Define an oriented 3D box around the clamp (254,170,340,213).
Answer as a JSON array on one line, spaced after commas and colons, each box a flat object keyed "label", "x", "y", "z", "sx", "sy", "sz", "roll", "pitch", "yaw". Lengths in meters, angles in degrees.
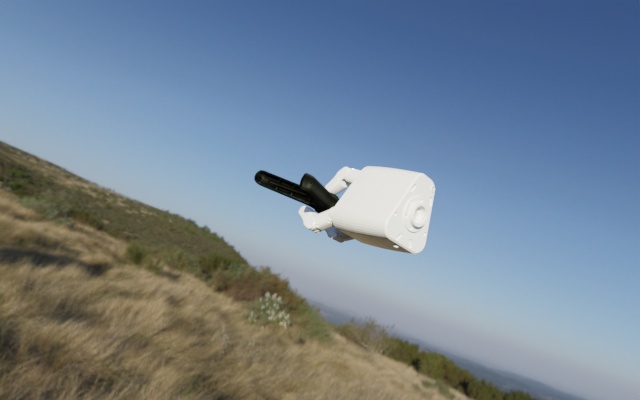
[{"label": "clamp", "x": 0.001, "y": 0.002, "z": 0.775, "sx": 0.210, "sy": 0.036, "sz": 0.164, "roll": 30, "pitch": -10, "yaw": -38}]
